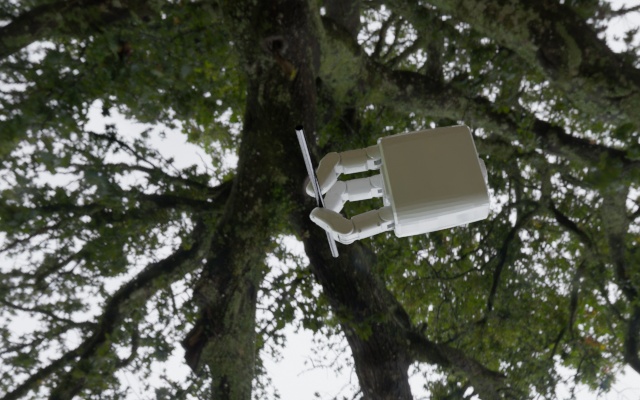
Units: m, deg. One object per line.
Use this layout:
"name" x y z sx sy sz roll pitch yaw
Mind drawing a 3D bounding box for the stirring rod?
"stirring rod" 0.000 0.002 0.553 0.011 0.011 0.240 0 -36 12
